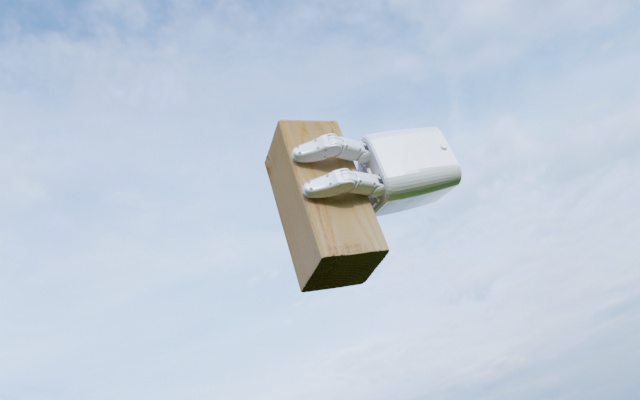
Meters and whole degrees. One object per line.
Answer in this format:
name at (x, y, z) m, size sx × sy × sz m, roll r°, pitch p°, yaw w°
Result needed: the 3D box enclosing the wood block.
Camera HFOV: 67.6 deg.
wood block at (0.000, 0.002, 0.618) m, size 0.090 × 0.206 × 0.091 m, roll -4°, pitch -35°, yaw -23°
